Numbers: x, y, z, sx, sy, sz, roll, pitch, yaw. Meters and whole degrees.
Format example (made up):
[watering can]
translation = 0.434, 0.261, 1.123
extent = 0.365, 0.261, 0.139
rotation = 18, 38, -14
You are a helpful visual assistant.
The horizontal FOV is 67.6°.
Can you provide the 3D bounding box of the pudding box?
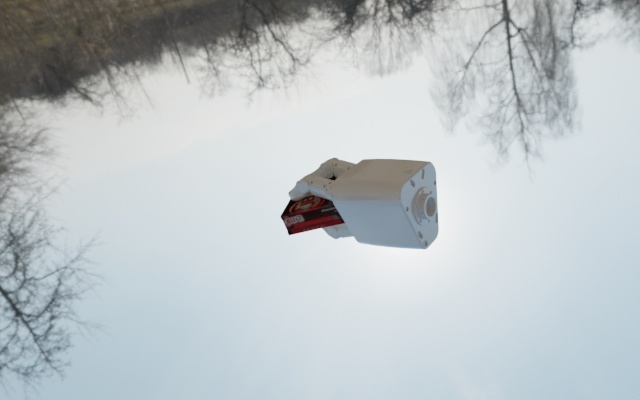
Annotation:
[pudding box]
translation = 0.000, 0.002, 0.706
extent = 0.090, 0.039, 0.113
rotation = -13, 21, 18
